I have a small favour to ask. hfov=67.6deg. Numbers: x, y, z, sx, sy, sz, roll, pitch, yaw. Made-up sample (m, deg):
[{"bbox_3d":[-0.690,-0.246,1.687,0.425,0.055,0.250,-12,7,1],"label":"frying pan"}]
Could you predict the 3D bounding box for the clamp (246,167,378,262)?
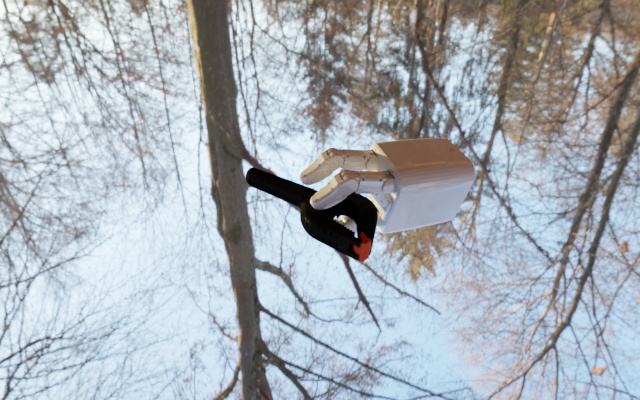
[{"bbox_3d":[0.000,0.003,0.598,0.164,0.036,0.209,-8,36,-14],"label":"clamp"}]
